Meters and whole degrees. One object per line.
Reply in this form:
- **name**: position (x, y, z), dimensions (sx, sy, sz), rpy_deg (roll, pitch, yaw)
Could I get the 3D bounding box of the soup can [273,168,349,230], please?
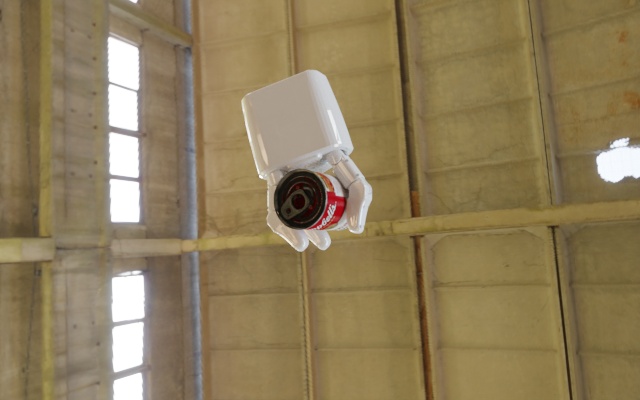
- **soup can**: position (0.000, 0.002, 0.567), dimensions (0.068, 0.068, 0.102), rpy_deg (0, -4, 28)
